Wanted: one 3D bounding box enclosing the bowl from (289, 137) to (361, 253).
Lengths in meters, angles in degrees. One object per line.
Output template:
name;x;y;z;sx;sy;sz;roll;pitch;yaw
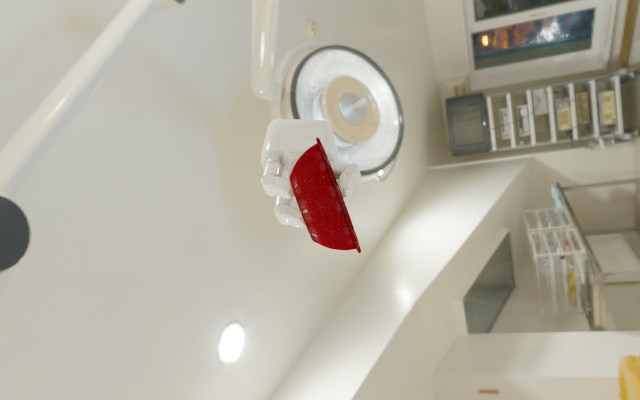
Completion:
bowl;0.000;0.003;0.624;0.055;0.162;0.162;-21;0;0
